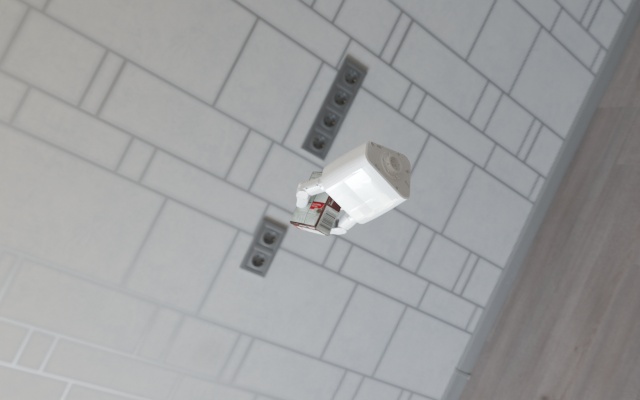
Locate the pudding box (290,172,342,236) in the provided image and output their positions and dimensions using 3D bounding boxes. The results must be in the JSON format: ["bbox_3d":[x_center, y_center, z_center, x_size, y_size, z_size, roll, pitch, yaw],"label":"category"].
[{"bbox_3d":[0.000,0.003,0.874,0.039,0.113,0.090,34,-14,-31],"label":"pudding box"}]
